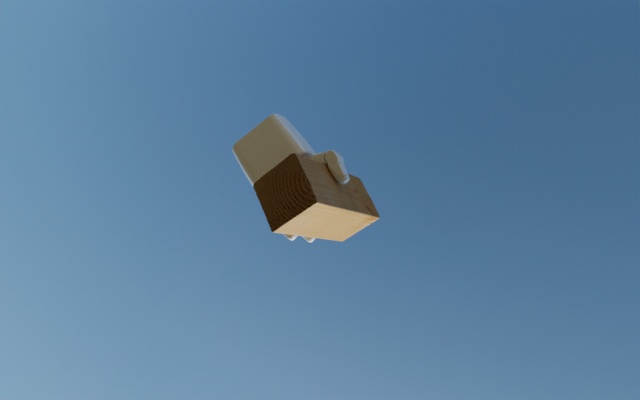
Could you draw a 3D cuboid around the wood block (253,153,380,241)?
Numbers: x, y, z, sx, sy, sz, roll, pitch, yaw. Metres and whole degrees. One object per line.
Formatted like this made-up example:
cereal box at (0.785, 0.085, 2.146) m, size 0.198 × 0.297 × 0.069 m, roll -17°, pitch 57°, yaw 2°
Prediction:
wood block at (0.000, 0.002, 0.781) m, size 0.091 × 0.090 × 0.206 m, roll -35°, pitch -24°, yaw 23°
